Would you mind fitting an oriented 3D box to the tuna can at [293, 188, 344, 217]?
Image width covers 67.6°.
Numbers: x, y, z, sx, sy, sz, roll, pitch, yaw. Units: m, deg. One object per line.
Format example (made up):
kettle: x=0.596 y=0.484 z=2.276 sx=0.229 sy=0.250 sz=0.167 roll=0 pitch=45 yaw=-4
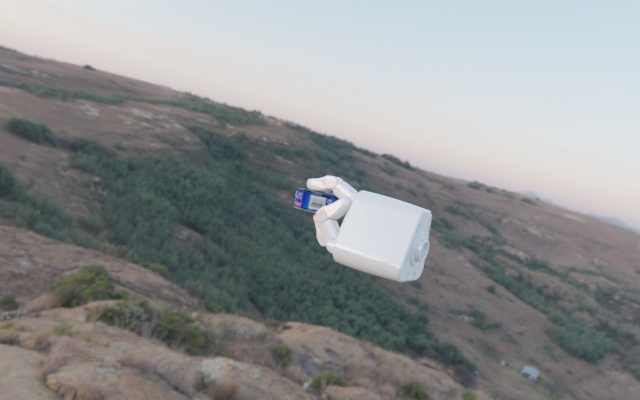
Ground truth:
tuna can: x=0.000 y=0.002 z=0.783 sx=0.086 sy=0.034 sz=0.086 roll=11 pitch=3 yaw=-1
